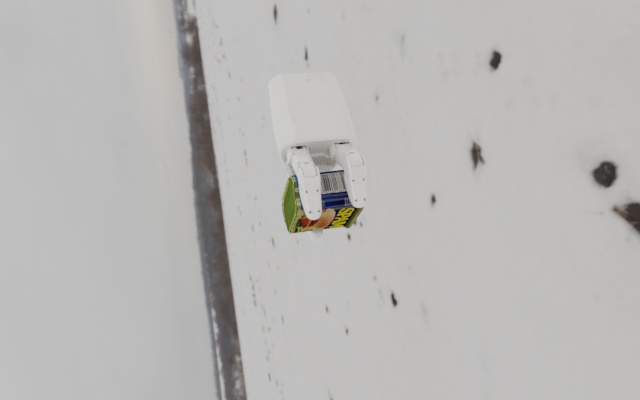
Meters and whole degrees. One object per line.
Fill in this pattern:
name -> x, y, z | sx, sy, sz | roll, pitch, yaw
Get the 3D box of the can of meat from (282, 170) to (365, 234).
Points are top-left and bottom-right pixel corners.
can of meat -> 0.000, 0.002, 0.600 | 0.084, 0.057, 0.102 | -7, -21, -14
